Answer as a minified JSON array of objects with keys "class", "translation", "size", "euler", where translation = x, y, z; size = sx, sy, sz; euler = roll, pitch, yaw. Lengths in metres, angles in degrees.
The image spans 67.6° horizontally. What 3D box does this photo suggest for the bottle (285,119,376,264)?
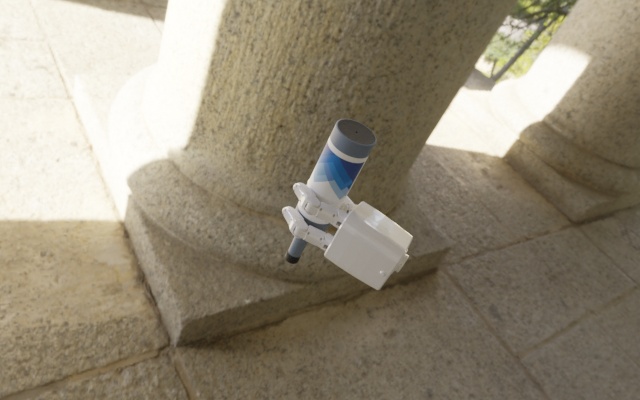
[{"class":"bottle","translation":[0.000,0.002,0.800],"size":[0.069,0.296,0.069],"euler":[17,38,-14]}]
